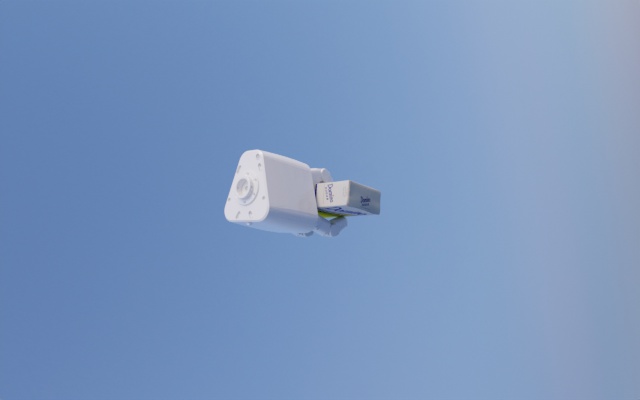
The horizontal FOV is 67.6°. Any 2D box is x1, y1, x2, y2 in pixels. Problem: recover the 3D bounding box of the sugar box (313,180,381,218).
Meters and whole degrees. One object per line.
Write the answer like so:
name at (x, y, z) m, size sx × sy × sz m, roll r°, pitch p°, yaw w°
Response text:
sugar box at (0.000, 0.003, 0.784) m, size 0.176 × 0.048 × 0.093 m, roll -2°, pitch -11°, yaw 38°
